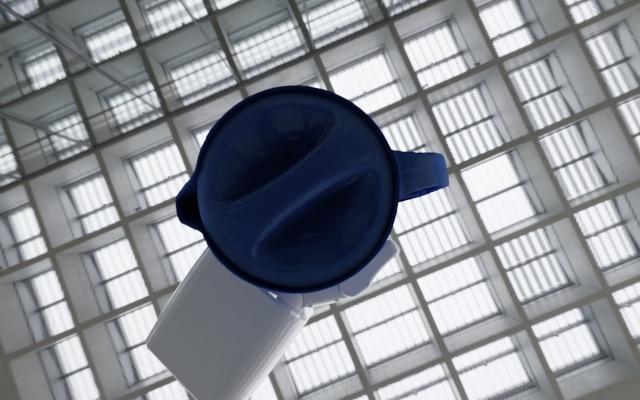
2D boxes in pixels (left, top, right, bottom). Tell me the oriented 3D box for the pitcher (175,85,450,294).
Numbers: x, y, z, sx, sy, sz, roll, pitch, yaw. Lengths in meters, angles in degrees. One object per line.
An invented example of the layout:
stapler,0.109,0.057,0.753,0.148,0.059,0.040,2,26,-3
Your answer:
pitcher,0.000,0.001,0.414,0.149,0.145,0.243,35,-2,6
